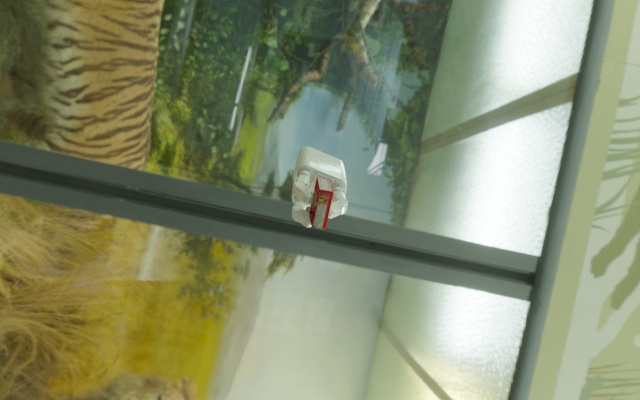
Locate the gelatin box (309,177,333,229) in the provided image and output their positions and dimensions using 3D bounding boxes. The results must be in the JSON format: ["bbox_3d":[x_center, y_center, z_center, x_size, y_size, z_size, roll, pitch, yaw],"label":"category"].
[{"bbox_3d":[0.001,0.003,0.895,0.030,0.073,0.089,10,18,-7],"label":"gelatin box"}]
